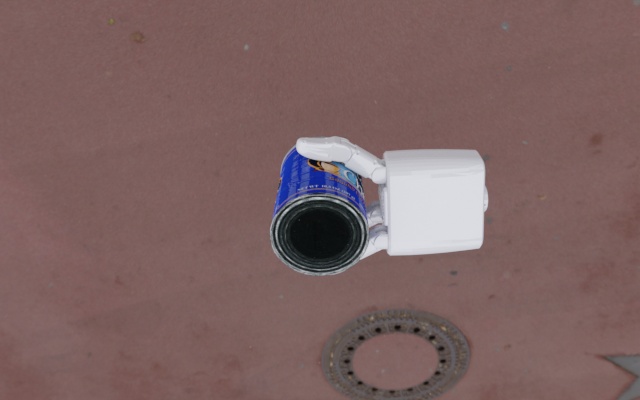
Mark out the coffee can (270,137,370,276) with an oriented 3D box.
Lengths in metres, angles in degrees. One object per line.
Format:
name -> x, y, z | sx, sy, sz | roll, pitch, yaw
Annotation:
coffee can -> 0.000, 0.002, 0.545 | 0.103, 0.103, 0.140 | 0, 31, 1
